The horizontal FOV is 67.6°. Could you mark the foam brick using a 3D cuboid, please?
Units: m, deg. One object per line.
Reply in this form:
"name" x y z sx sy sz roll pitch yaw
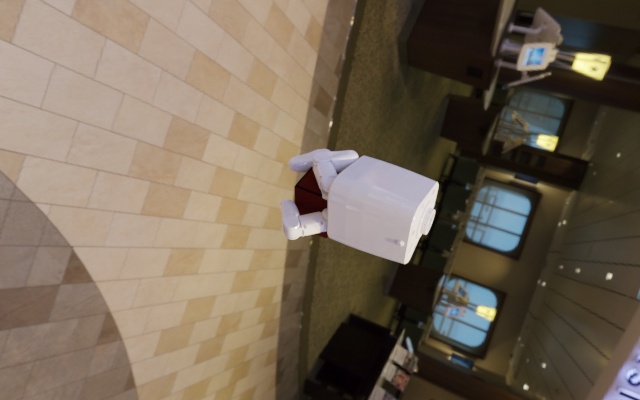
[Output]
"foam brick" 0.000 0.002 0.647 0.051 0.078 0.053 21 48 21
